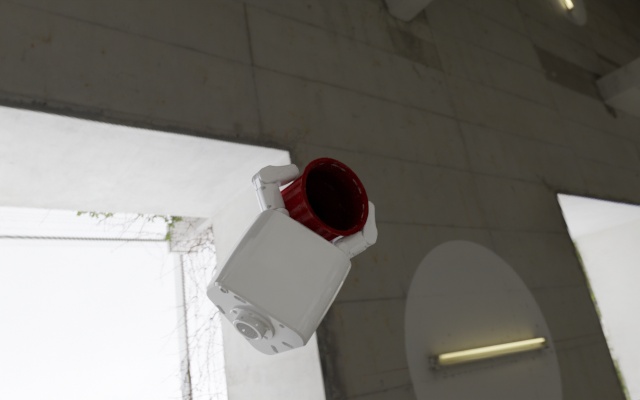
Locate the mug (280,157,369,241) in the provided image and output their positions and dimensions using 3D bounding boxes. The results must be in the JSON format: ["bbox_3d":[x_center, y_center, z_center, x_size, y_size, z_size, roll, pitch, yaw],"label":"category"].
[{"bbox_3d":[0.001,0.001,0.562,0.081,0.093,0.117,-33,17,47],"label":"mug"}]
